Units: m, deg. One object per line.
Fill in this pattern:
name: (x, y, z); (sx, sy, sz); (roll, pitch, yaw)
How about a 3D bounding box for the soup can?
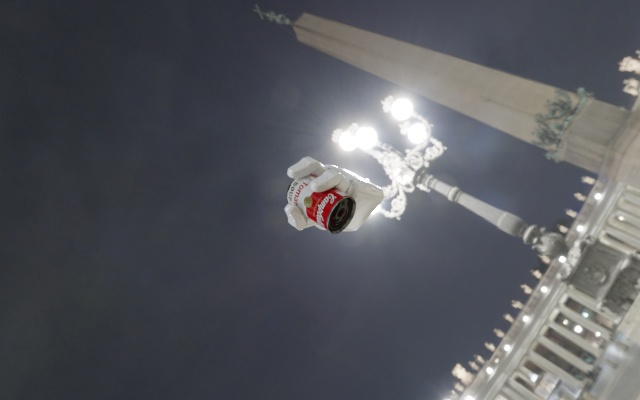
soup can: (0.000, 0.003, 0.803); (0.102, 0.068, 0.068); (32, 19, 34)
